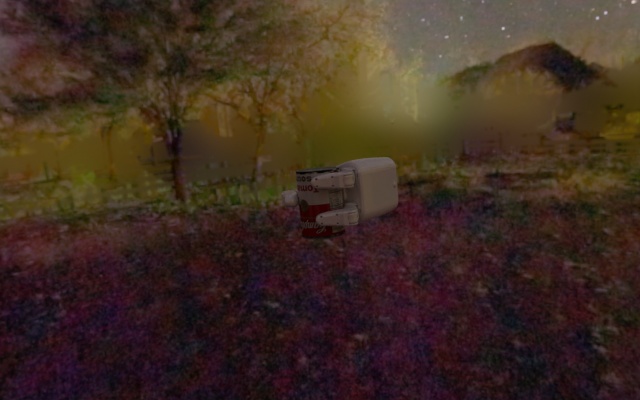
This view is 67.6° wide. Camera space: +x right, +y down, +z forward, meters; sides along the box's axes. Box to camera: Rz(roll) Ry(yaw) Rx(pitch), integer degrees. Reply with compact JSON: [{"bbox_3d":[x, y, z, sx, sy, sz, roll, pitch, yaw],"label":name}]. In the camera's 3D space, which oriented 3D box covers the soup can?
[{"bbox_3d":[0.000,0.002,0.728,0.068,0.102,0.068,-5,8,1],"label":"soup can"}]
